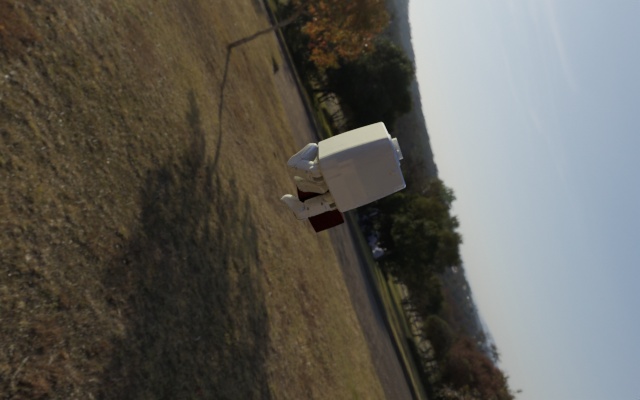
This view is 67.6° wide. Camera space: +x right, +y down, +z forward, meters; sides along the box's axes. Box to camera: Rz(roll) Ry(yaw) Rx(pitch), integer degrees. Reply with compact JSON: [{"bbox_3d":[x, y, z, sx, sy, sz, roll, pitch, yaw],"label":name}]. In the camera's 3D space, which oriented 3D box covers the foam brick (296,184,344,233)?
[{"bbox_3d":[0.000,0.003,0.763,0.051,0.078,0.053,-20,40,7],"label":"foam brick"}]
